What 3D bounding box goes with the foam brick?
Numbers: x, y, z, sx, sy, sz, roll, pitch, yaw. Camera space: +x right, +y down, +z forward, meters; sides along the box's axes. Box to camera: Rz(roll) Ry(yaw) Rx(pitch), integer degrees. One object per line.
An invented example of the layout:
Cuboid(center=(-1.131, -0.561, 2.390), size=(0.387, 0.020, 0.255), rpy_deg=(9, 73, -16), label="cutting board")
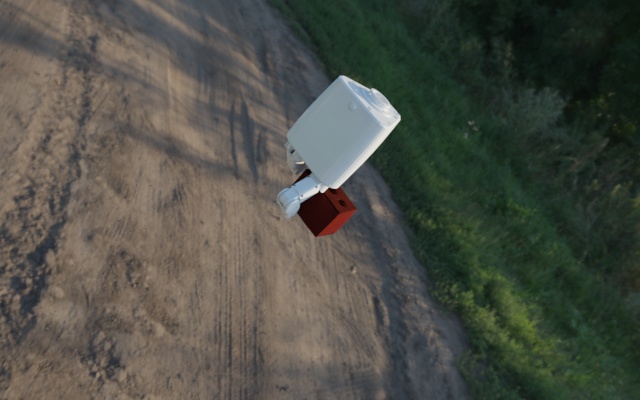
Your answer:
Cuboid(center=(0.000, 0.002, 0.642), size=(0.051, 0.078, 0.053), rpy_deg=(-45, -17, 25), label="foam brick")
